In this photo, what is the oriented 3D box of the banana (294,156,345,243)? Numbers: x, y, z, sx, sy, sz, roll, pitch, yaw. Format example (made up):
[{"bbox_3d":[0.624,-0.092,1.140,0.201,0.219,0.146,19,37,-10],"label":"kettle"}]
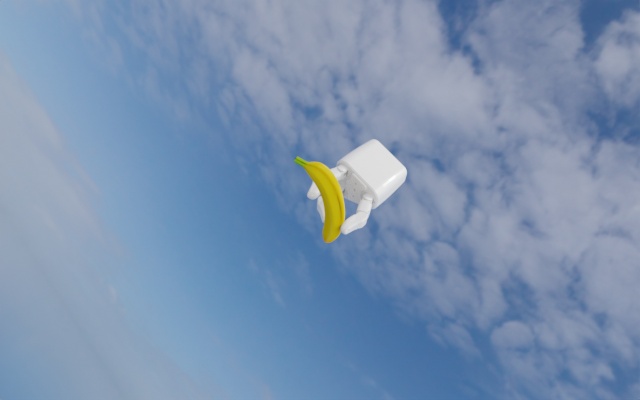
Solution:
[{"bbox_3d":[0.013,0.003,0.872,0.069,0.198,0.037,13,43,40],"label":"banana"}]
